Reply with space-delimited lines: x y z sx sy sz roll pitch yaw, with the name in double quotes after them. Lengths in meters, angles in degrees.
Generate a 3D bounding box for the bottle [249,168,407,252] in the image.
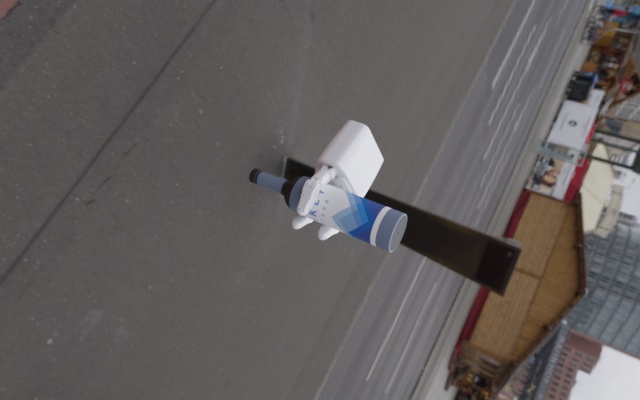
0.000 0.003 0.822 0.295 0.069 0.069 22 9 25 "bottle"
